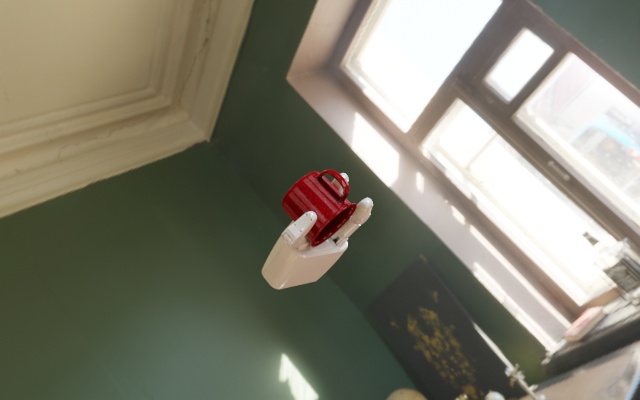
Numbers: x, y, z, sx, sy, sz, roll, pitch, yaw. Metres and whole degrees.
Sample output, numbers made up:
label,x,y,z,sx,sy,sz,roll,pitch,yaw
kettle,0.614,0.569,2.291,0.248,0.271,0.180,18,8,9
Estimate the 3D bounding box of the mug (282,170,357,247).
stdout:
label,x,y,z,sx,sy,sz,roll,pitch,yaw
mug,0.001,0.001,0.726,0.093,0.081,0.117,-26,-23,-48
